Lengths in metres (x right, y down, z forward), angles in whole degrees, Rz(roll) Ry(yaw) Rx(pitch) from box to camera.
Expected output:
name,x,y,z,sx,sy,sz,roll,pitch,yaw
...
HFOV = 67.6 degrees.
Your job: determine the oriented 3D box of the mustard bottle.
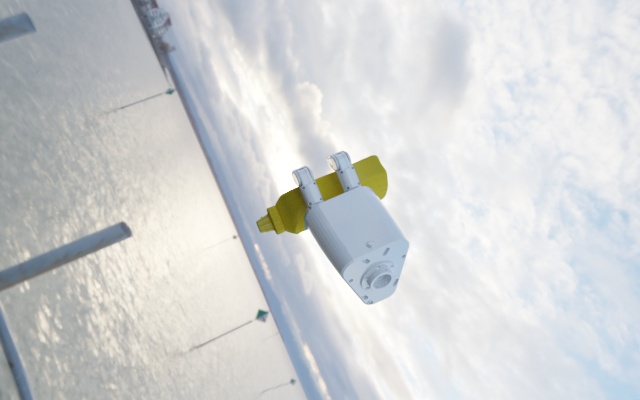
name,x,y,z,sx,sy,sz,roll,pitch,yaw
mustard bottle,0.000,0.002,0.684,0.191,0.058,0.096,-23,-21,-10
